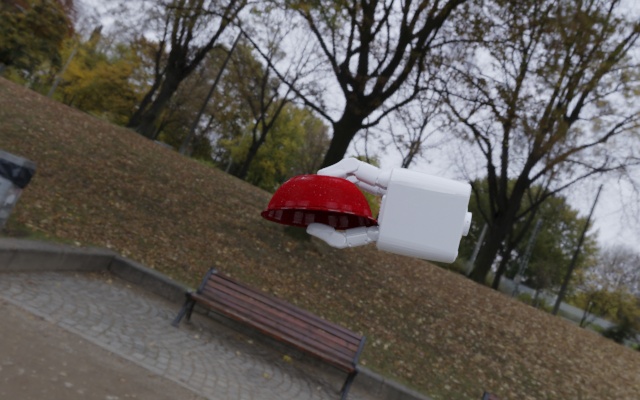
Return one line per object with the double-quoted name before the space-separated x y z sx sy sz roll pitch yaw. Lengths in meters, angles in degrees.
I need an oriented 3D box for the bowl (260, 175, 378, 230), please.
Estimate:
"bowl" -0.001 0.002 0.662 0.162 0.055 0.162 4 -12 1
